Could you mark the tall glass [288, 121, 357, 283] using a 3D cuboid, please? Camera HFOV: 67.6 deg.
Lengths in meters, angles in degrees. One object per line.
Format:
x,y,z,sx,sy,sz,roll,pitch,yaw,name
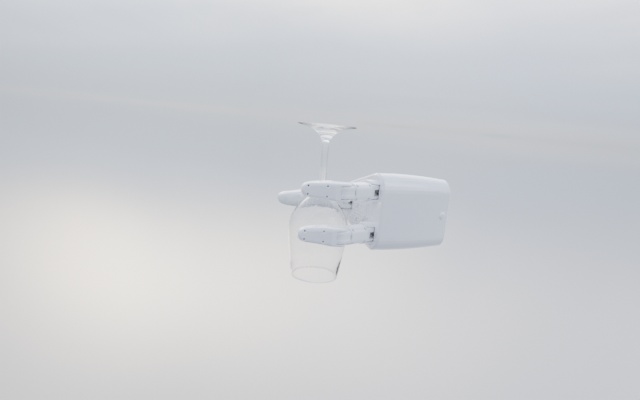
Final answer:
0.000,0.001,0.618,0.079,0.201,0.079,5,10,-1,tall glass
